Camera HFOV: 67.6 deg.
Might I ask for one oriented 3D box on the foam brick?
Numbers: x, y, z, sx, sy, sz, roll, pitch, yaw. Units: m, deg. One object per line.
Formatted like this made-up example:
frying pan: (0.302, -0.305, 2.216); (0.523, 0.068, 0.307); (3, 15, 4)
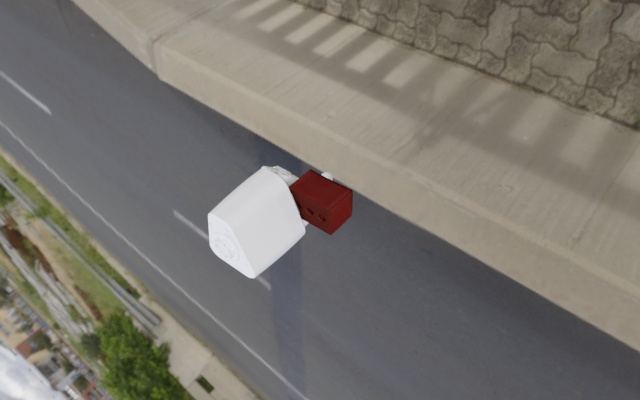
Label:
foam brick: (0.000, 0.002, 0.678); (0.078, 0.053, 0.051); (27, 52, 29)
